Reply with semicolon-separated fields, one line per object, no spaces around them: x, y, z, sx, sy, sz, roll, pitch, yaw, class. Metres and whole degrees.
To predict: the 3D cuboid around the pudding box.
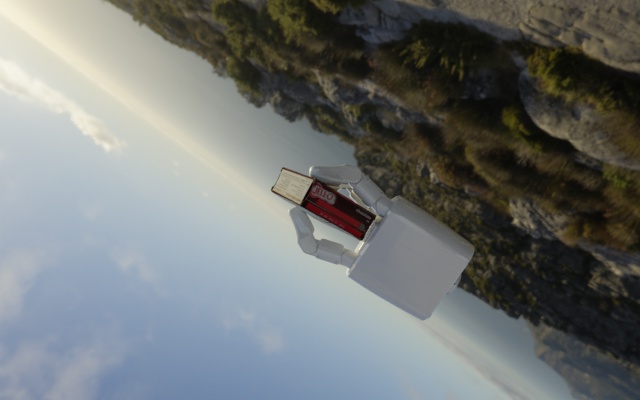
0.000;0.002;0.564;0.090;0.039;0.113;32;-5;-25;pudding box
